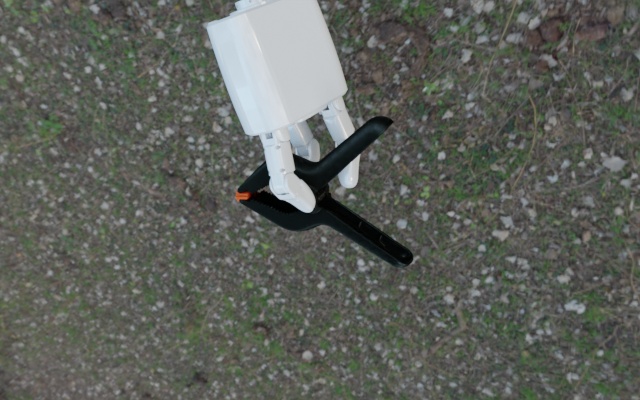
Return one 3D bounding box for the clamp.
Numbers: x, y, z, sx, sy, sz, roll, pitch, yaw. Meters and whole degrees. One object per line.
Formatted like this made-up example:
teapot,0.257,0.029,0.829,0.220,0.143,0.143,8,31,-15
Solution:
clamp,-0.001,0.002,0.519,0.210,0.165,0.036,-5,25,33
